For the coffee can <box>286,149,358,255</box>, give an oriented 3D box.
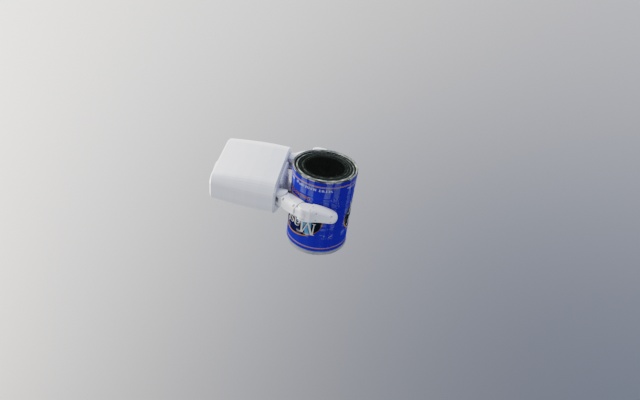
[{"bbox_3d":[0.000,0.003,0.774,0.103,0.140,0.102,5,34,-4],"label":"coffee can"}]
